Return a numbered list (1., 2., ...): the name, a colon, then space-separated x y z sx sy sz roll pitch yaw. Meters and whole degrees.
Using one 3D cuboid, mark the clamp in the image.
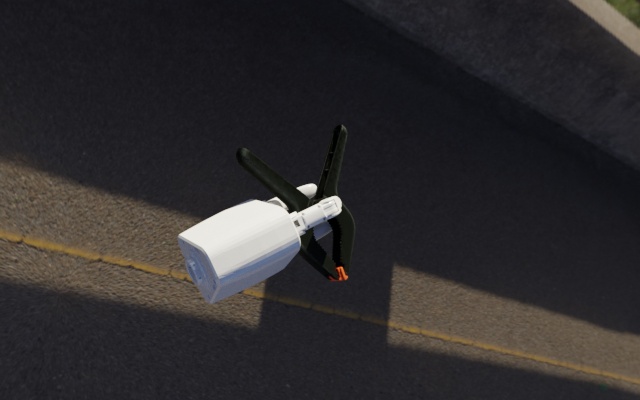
1. clamp: 0.000 0.003 0.635 0.164 0.210 0.036 -26 3 -27
